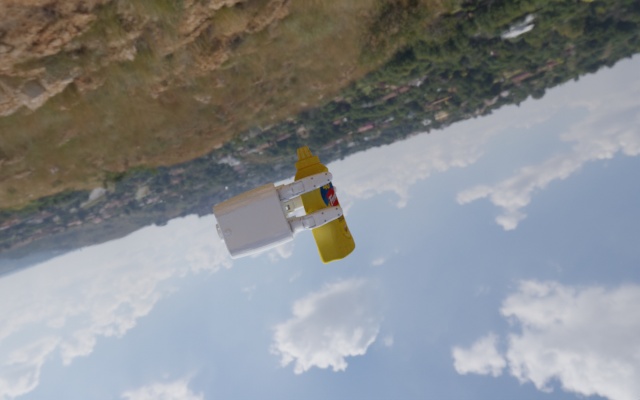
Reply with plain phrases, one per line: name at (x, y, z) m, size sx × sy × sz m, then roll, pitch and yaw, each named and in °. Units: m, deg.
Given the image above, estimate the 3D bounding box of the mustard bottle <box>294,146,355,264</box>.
mustard bottle at (0.001, 0.003, 0.796) m, size 0.058 × 0.191 × 0.096 m, roll -18°, pitch 5°, yaw 20°
